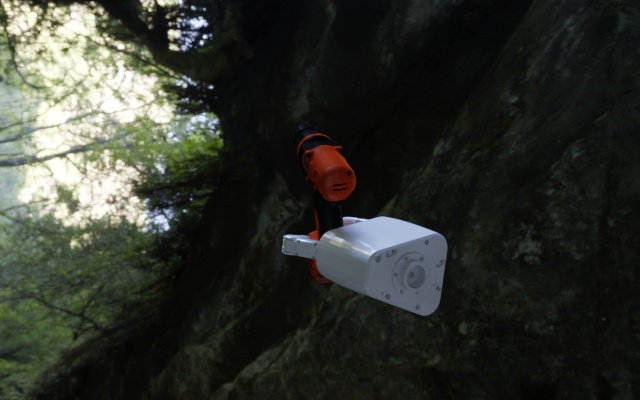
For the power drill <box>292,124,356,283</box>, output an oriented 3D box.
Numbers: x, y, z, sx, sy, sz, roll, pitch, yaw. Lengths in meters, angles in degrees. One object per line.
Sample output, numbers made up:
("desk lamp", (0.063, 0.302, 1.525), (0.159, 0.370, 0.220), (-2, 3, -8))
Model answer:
("power drill", (0.000, 0.003, 0.653), (0.057, 0.188, 0.184), (-10, 29, -10))
